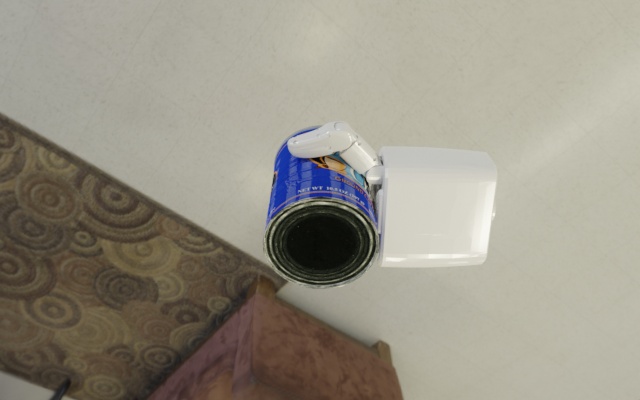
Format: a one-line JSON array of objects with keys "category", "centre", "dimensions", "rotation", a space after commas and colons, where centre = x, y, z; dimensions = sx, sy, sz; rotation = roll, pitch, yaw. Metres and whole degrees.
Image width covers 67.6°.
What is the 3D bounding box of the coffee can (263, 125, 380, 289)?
[{"category": "coffee can", "centre": [0.000, 0.001, 0.474], "dimensions": [0.103, 0.103, 0.140], "rotation": [0, 34, 0]}]
